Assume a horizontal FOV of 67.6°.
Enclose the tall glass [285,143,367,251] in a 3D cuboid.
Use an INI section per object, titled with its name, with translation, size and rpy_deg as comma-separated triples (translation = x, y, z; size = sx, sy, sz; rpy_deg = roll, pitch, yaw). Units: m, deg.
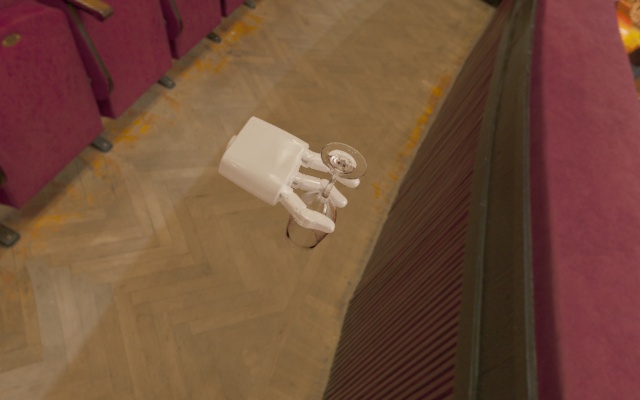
[tall glass]
translation = 0.000, 0.002, 0.776
size = 0.079, 0.079, 0.201
rpy_deg = 0, -39, -26
